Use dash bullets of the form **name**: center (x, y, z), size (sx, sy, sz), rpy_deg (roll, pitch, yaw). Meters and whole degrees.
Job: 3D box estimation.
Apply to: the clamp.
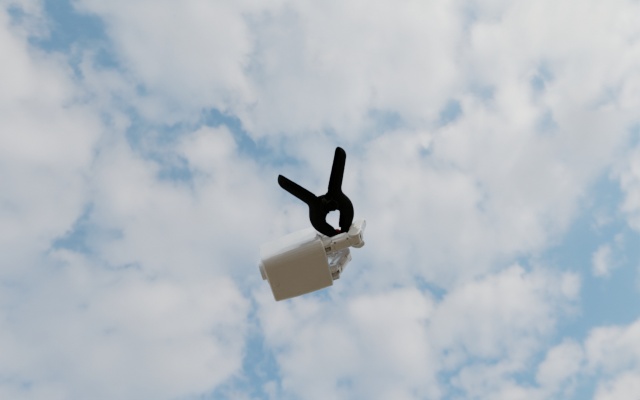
- **clamp**: center (0.000, 0.003, 0.808), size (0.120, 0.171, 0.039), rpy_deg (-16, 24, -3)
